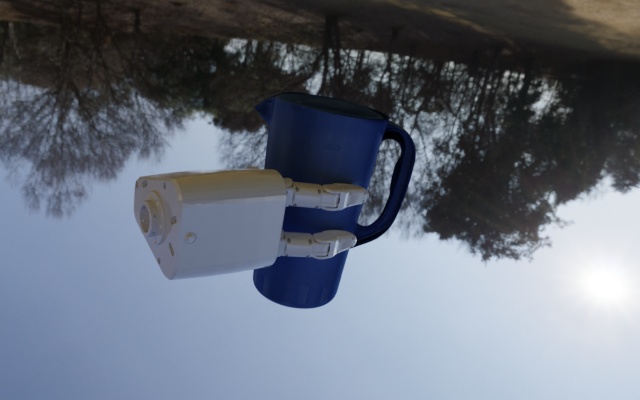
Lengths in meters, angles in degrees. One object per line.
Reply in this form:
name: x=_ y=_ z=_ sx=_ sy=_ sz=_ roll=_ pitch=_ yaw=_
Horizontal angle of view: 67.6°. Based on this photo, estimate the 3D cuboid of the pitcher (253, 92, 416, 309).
pitcher: x=0.000 y=0.002 z=0.564 sx=0.145 sy=0.243 sz=0.149 roll=-6 pitch=25 yaw=-42
